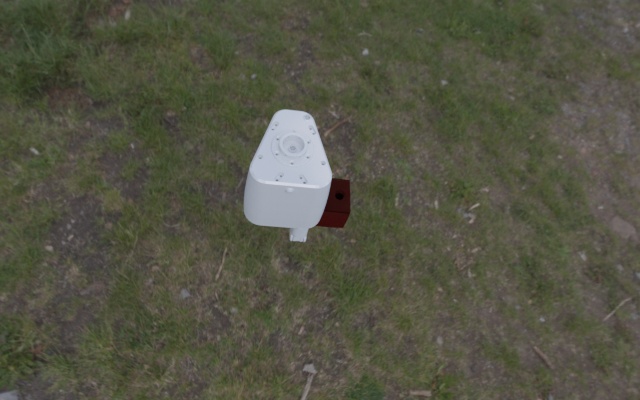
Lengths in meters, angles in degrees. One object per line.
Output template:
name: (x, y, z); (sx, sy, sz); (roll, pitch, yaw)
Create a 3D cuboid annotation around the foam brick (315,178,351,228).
foam brick: (0.000, 0.002, 0.662); (0.078, 0.053, 0.051); (5, -29, -8)
